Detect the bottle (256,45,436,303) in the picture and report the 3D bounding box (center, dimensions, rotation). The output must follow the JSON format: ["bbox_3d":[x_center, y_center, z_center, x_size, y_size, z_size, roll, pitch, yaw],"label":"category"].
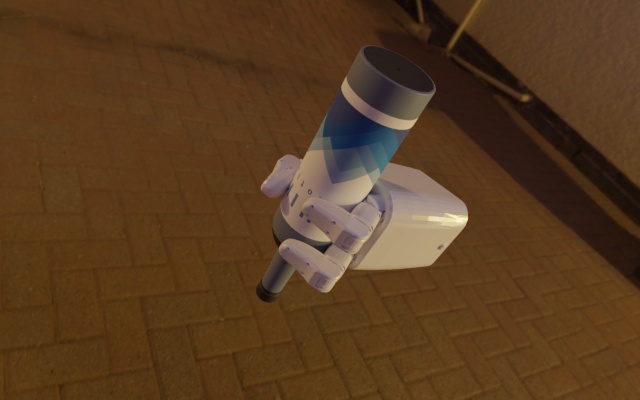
[{"bbox_3d":[0.000,0.001,0.454,0.069,0.296,0.069,19,37,-15],"label":"bottle"}]
